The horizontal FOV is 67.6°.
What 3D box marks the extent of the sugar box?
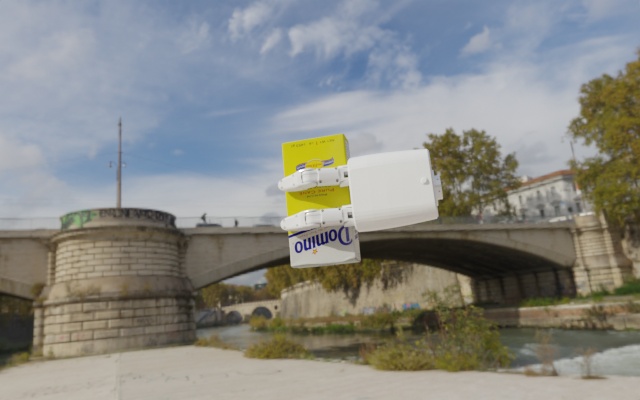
[{"bbox_3d":[0.000,0.002,0.666,0.093,0.176,0.048,-8,-13,12],"label":"sugar box"}]
